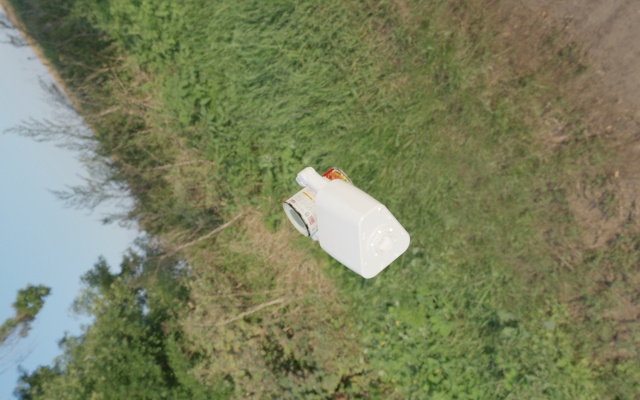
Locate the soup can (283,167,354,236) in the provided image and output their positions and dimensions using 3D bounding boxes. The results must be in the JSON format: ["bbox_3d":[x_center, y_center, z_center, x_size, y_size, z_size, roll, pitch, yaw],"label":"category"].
[{"bbox_3d":[0.000,0.002,0.765,0.102,0.068,0.068,-36,12,-17],"label":"soup can"}]
